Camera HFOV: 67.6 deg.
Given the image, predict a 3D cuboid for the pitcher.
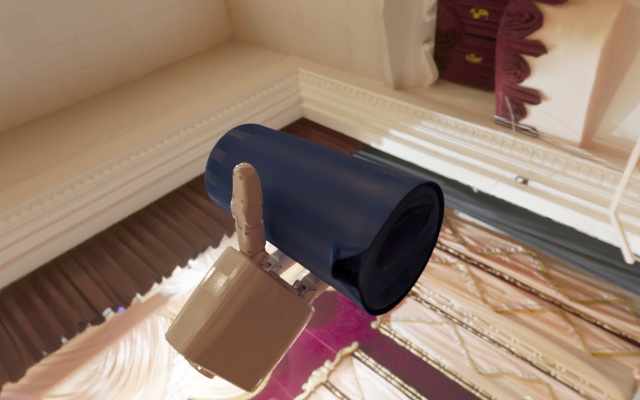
[{"bbox_3d":[0.000,0.002,0.502,0.242,0.145,0.149,27,-15,34],"label":"pitcher"}]
